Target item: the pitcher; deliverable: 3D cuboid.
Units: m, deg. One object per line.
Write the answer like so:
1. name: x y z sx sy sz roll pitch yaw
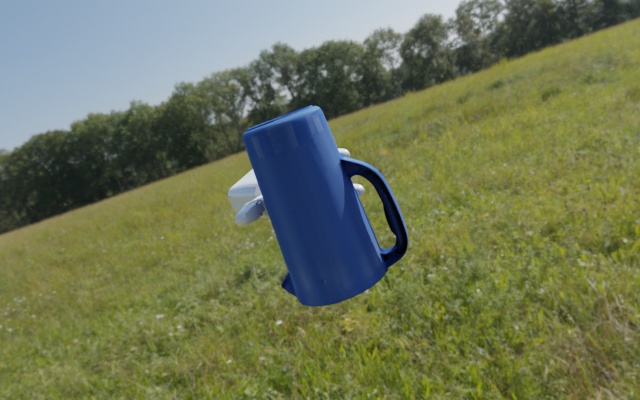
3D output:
1. pitcher: 0.000 0.002 0.629 0.149 0.243 0.145 -27 13 -29
